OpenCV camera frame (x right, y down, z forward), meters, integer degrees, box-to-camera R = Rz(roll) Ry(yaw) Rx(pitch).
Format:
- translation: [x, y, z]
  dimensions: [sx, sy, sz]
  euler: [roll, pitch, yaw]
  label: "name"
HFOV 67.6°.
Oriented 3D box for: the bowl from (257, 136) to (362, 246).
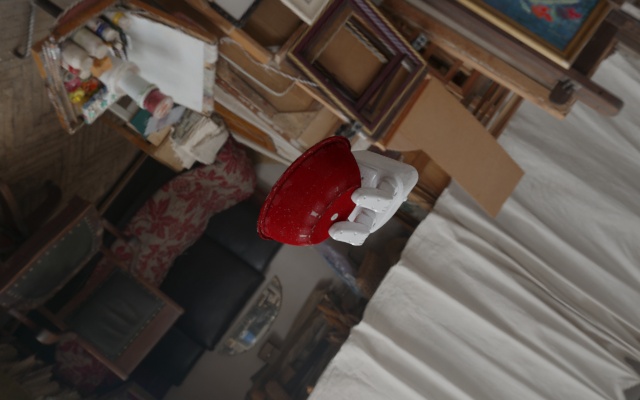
- translation: [0.000, 0.003, 0.582]
  dimensions: [0.055, 0.162, 0.162]
  euler: [41, 16, 20]
  label: "bowl"
